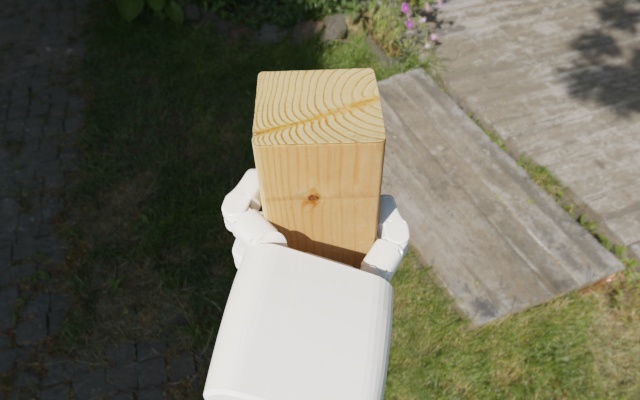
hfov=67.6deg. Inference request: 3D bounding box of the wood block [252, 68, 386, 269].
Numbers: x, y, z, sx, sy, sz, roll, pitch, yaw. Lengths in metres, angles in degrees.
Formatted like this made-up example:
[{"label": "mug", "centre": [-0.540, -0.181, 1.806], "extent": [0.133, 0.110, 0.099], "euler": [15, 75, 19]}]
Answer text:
[{"label": "wood block", "centre": [0.000, 0.002, 0.413], "extent": [0.091, 0.090, 0.206], "euler": [-2, -43, -1]}]
